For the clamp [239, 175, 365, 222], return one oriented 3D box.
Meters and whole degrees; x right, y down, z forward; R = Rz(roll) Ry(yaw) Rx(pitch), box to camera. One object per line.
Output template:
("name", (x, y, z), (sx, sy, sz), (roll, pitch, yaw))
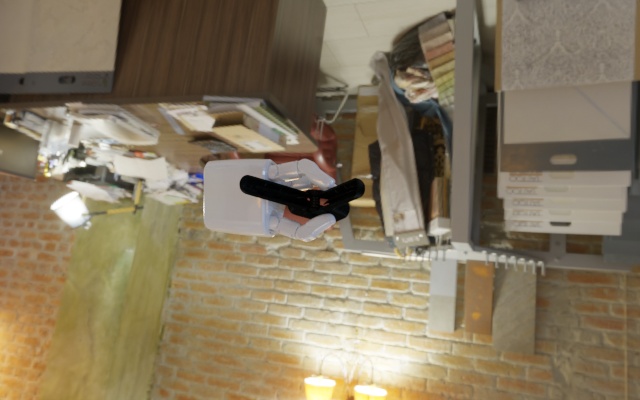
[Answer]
("clamp", (0.000, 0.003, 0.691), (0.164, 0.036, 0.210), (2, -13, 19))
